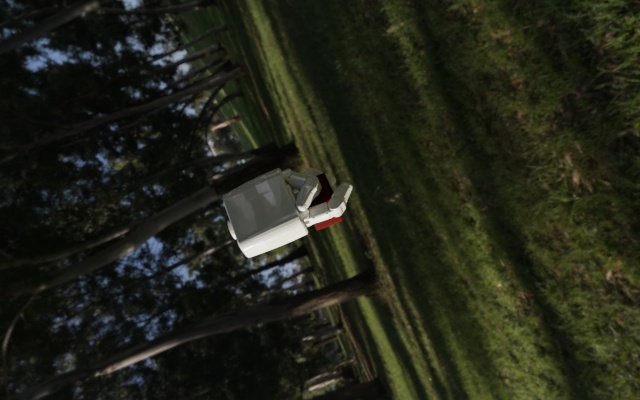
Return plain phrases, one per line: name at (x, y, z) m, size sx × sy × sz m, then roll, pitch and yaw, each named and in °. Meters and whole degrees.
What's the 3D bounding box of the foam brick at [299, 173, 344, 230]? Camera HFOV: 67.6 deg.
foam brick at (0.000, 0.003, 0.800) m, size 0.051 × 0.053 × 0.078 m, roll -23°, pitch -41°, yaw 1°
